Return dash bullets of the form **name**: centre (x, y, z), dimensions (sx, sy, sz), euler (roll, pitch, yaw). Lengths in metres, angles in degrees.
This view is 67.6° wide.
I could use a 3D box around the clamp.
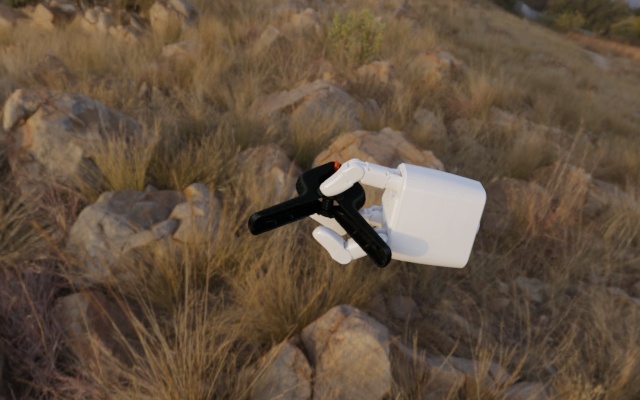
- **clamp**: centre (0.001, 0.001, 0.607), dimensions (0.164, 0.036, 0.209), euler (12, 30, -6)
